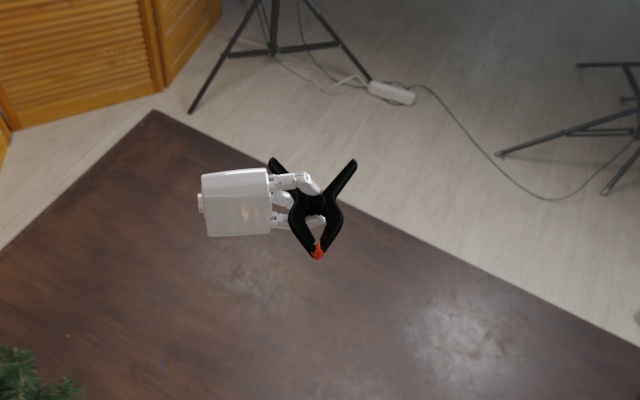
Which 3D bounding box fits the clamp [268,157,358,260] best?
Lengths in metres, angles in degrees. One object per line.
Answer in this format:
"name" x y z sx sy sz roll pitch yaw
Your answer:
"clamp" 0.000 0.003 0.834 0.164 0.209 0.036 -6 -33 -8
